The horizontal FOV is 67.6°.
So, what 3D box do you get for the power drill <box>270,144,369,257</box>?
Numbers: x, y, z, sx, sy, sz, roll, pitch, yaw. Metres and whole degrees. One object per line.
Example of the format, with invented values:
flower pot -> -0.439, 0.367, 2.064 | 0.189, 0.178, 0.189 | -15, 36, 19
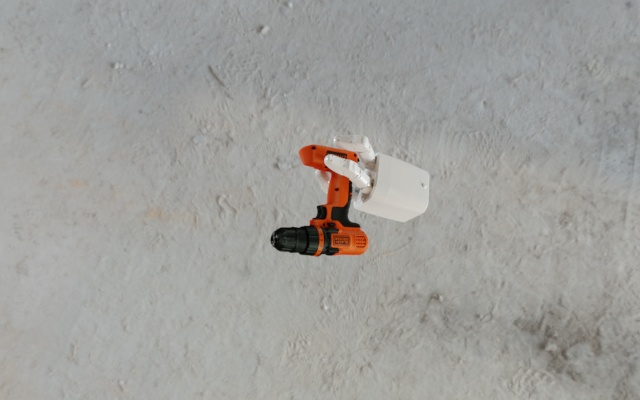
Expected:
power drill -> 0.000, 0.002, 0.822 | 0.184, 0.187, 0.057 | 6, -9, -33
